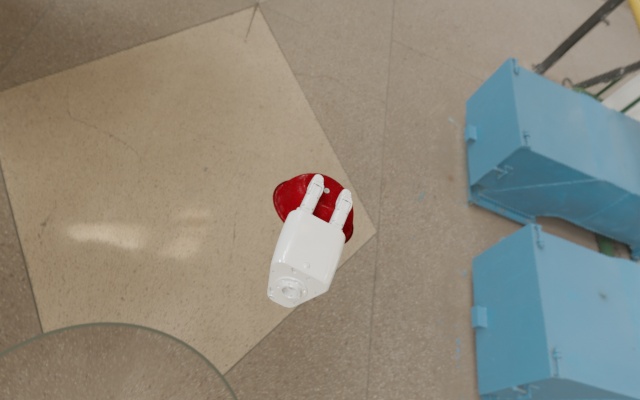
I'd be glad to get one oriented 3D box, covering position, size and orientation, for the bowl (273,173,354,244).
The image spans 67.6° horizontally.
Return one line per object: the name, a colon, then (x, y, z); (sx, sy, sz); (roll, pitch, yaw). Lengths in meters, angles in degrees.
bowl: (0.000, 0.002, 0.840); (0.162, 0.162, 0.055); (0, -44, -39)
